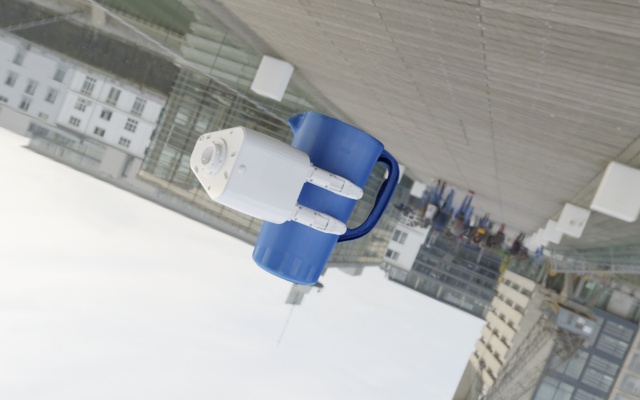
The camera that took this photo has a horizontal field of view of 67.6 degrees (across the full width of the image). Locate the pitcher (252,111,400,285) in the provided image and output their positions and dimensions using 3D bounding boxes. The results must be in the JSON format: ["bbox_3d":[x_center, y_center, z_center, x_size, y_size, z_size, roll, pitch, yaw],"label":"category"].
[{"bbox_3d":[0.000,0.002,0.718,0.149,0.243,0.145,24,2,43],"label":"pitcher"}]
